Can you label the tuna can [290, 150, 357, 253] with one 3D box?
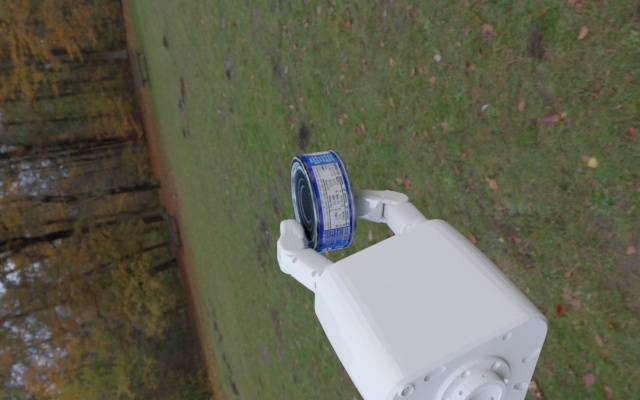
[{"bbox_3d":[-0.001,0.001,0.408,0.034,0.086,0.086,-10,2,-15],"label":"tuna can"}]
